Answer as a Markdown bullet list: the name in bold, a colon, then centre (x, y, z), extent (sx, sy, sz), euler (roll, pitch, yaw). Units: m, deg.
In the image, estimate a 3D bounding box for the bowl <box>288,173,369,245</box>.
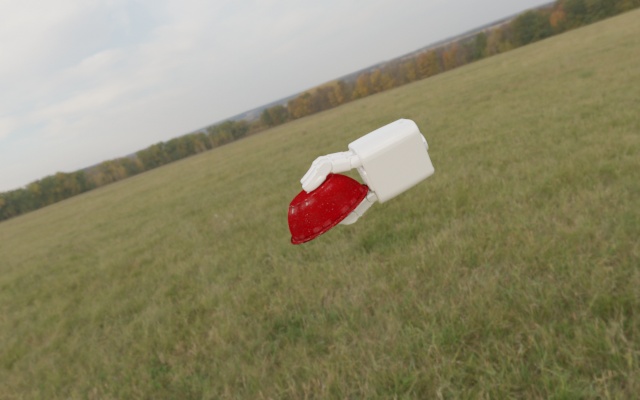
- **bowl**: centre (-0.001, 0.003, 0.799), extent (0.162, 0.055, 0.162), euler (-35, 12, 9)
